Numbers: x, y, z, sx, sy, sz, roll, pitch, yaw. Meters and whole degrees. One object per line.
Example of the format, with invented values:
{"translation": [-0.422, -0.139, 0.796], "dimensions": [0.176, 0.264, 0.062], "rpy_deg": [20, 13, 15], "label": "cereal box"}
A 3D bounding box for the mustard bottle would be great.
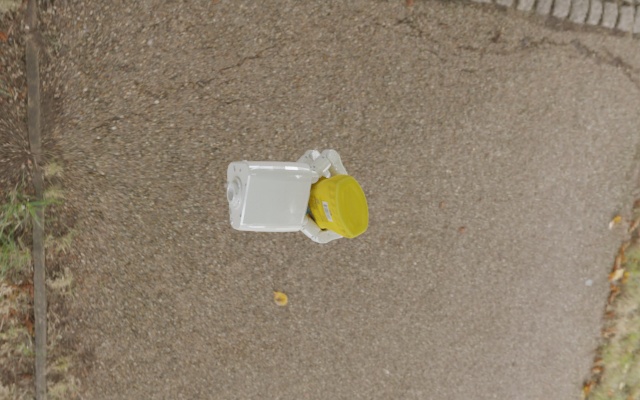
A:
{"translation": [0.001, 0.003, 0.800], "dimensions": [0.058, 0.096, 0.191], "rpy_deg": [-27, 18, -27], "label": "mustard bottle"}
